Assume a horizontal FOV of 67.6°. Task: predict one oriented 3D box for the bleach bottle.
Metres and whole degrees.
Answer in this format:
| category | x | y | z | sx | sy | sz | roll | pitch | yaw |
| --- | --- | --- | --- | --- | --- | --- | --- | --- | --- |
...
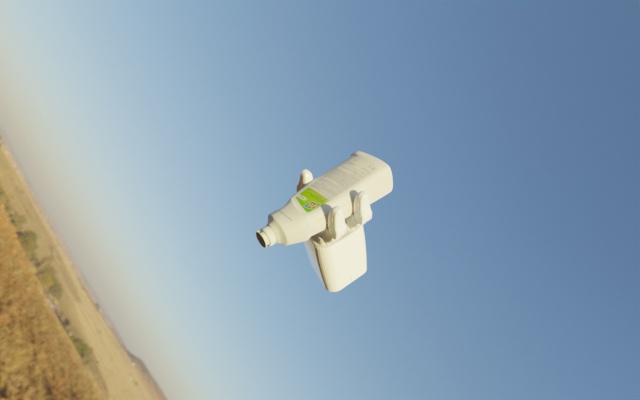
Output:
| category | x | y | z | sx | sy | sz | roll | pitch | yaw |
| --- | --- | --- | --- | --- | --- | --- | --- | --- | --- |
| bleach bottle | 0.000 | 0.003 | 0.798 | 0.250 | 0.068 | 0.102 | -30 | 37 | -27 |
